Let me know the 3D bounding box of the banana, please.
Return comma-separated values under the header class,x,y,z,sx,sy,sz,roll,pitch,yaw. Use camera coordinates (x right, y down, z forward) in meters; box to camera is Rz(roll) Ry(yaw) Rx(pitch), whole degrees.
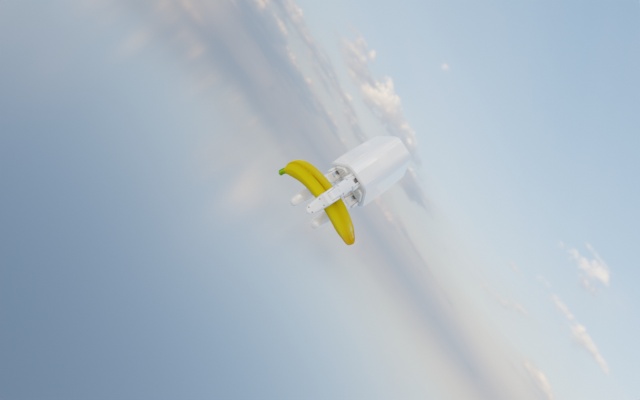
class,x,y,z,sx,sy,sz,roll,pitch,yaw
banana,0.000,-0.010,0.830,0.037,0.197,0.070,-32,-23,-26
